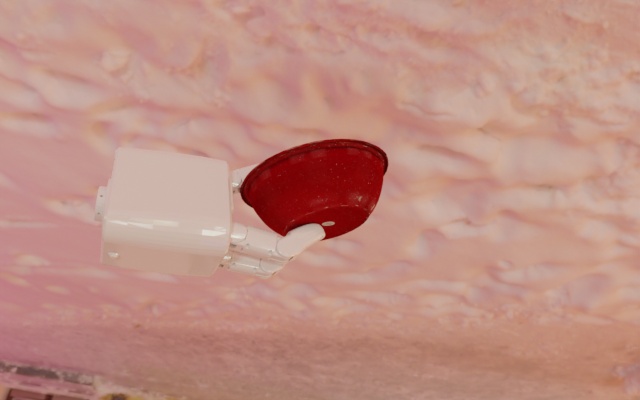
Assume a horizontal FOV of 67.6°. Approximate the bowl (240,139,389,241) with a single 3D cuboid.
[{"bbox_3d":[0.001,0.002,0.503,0.162,0.055,0.162,-12,-24,-5],"label":"bowl"}]
